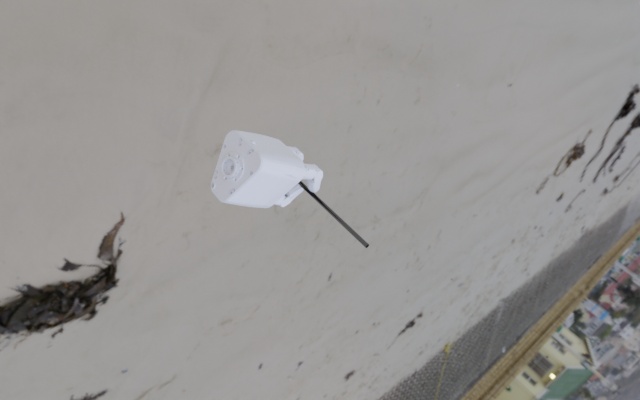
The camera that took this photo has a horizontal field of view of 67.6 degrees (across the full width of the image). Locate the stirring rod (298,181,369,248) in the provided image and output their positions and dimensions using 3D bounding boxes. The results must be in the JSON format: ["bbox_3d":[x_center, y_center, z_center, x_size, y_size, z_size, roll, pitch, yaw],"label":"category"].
[{"bbox_3d":[0.000,0.003,0.845,0.239,0.011,0.011,43,24,28],"label":"stirring rod"}]
